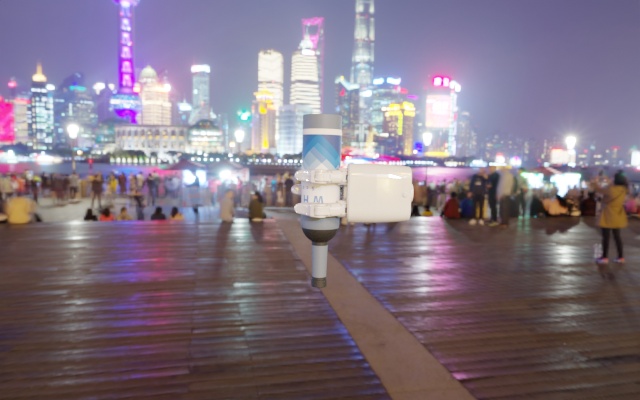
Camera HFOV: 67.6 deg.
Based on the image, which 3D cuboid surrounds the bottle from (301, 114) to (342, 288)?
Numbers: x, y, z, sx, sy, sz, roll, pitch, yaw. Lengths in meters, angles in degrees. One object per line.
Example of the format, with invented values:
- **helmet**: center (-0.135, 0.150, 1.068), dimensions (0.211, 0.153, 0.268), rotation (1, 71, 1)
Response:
- **bottle**: center (0.000, 0.002, 0.820), dimensions (0.069, 0.296, 0.069), rotation (1, 5, 0)
